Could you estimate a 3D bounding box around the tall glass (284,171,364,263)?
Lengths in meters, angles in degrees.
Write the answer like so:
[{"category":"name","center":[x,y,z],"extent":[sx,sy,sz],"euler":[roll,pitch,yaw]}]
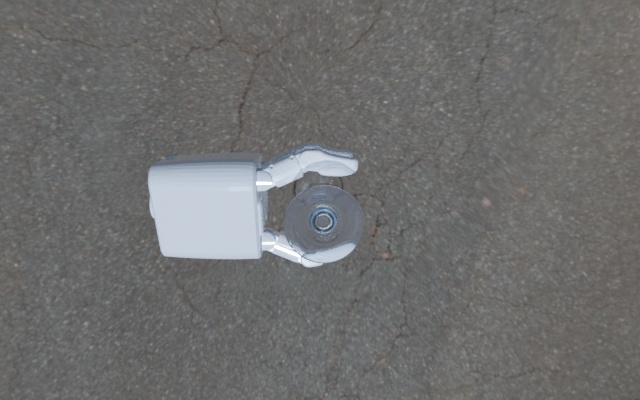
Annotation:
[{"category":"tall glass","center":[0.000,0.002,0.533],"extent":[0.079,0.079,0.201],"euler":[0,12,-1]}]
